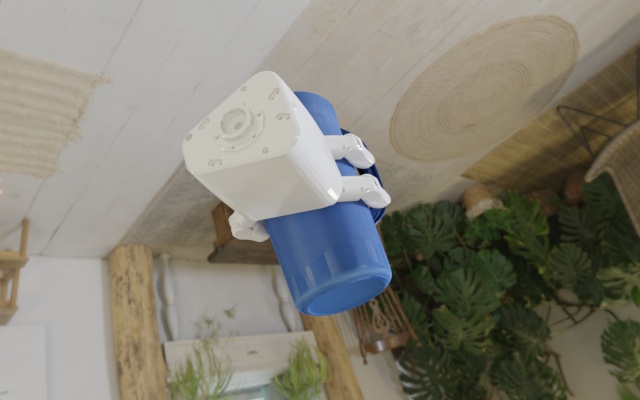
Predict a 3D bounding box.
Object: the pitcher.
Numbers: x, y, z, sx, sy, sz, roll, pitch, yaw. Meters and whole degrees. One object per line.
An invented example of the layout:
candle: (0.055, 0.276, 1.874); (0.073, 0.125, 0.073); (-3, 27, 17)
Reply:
pitcher: (0.000, 0.002, 0.560); (0.149, 0.242, 0.145); (-26, -29, 9)
